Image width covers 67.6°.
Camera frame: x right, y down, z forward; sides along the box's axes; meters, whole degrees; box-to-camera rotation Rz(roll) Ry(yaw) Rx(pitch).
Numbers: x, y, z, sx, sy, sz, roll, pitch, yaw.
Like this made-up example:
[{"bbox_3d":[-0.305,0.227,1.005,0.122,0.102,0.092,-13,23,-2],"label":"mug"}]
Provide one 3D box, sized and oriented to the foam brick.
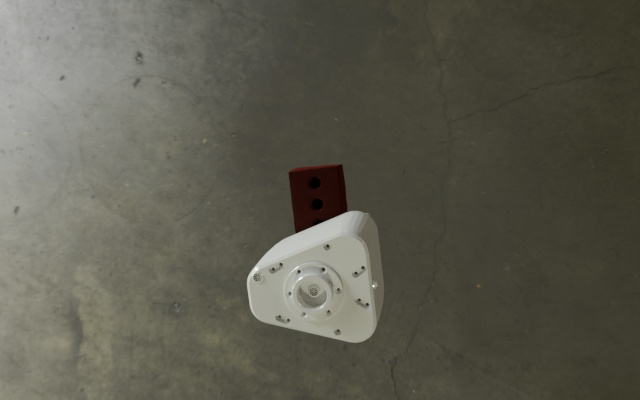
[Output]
[{"bbox_3d":[0.000,0.001,0.510,0.053,0.078,0.051,-6,5,10],"label":"foam brick"}]
